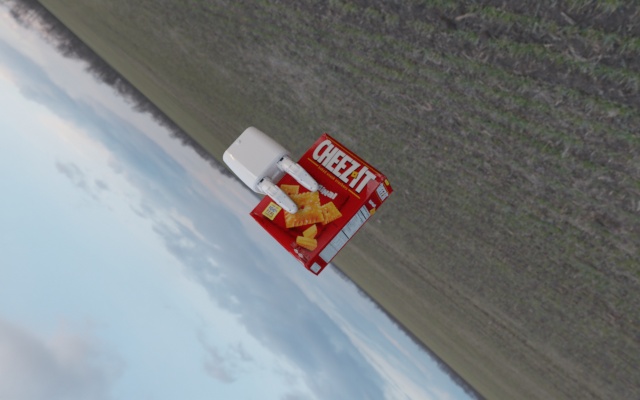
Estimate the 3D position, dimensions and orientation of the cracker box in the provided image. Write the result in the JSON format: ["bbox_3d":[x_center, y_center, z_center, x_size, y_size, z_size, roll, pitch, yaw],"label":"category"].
[{"bbox_3d":[0.000,0.003,0.880,0.164,0.213,0.072,40,-5,29],"label":"cracker box"}]
